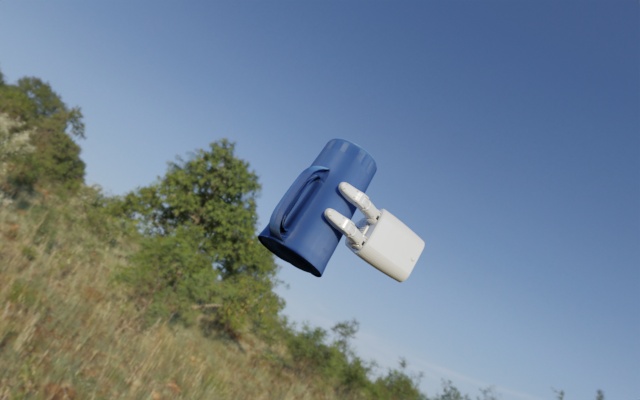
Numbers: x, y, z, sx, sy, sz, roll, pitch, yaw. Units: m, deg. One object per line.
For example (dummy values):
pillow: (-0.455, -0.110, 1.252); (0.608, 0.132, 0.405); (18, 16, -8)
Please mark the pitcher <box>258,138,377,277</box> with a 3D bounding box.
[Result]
pitcher: (0.000, 0.003, 0.866); (0.145, 0.242, 0.149); (36, -18, -12)
